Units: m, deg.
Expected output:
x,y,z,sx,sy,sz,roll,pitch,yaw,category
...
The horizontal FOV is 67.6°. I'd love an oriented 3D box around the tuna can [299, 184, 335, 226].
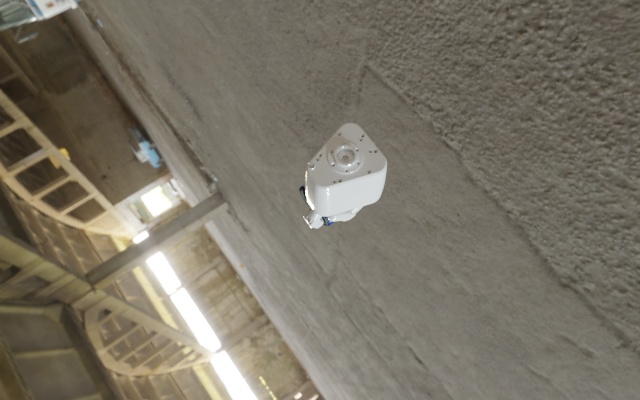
x,y,z,sx,sy,sz,roll,pitch,yaw,category
0.000,0.003,0.834,0.034,0.086,0.086,-36,7,-10,tuna can
